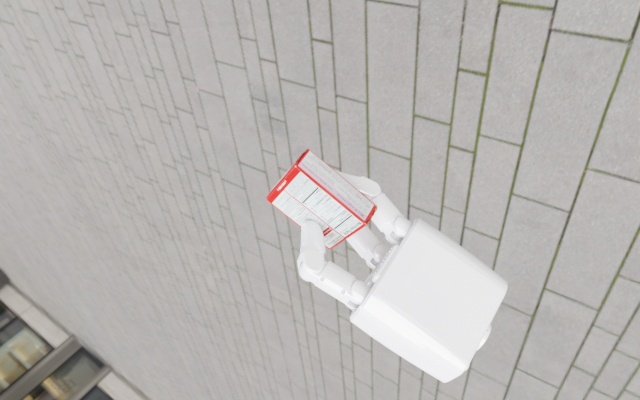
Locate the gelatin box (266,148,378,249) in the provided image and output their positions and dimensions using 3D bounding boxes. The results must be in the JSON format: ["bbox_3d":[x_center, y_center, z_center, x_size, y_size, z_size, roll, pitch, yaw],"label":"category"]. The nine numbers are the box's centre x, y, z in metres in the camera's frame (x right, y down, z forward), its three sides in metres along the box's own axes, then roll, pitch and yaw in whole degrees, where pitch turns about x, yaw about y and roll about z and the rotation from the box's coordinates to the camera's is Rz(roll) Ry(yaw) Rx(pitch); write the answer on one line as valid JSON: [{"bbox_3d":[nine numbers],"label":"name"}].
[{"bbox_3d":[0.000,0.002,0.469,0.089,0.030,0.073,39,-37,-7],"label":"gelatin box"}]
